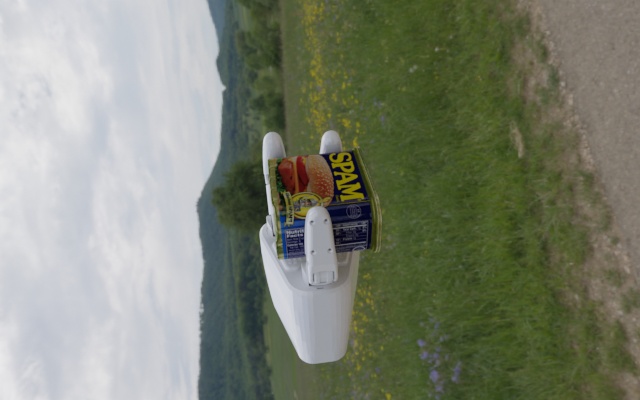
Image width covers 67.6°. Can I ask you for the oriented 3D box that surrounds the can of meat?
[{"bbox_3d":[0.000,0.001,0.411,0.084,0.057,0.102,-6,39,-5],"label":"can of meat"}]
